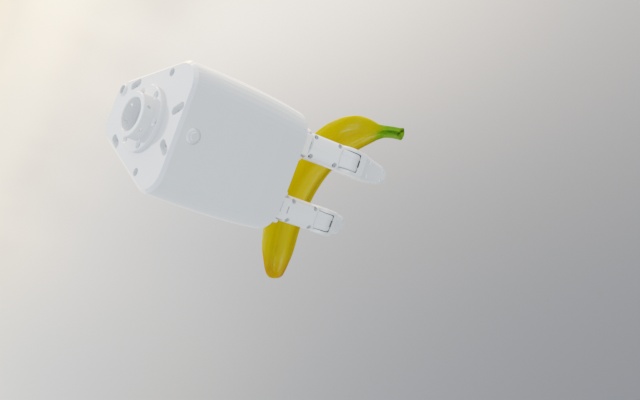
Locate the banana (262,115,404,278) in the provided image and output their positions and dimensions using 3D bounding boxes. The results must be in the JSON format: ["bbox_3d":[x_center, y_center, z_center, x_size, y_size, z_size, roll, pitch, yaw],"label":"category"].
[{"bbox_3d":[-0.009,-0.013,0.467,0.069,0.198,0.037,49,18,29],"label":"banana"}]
